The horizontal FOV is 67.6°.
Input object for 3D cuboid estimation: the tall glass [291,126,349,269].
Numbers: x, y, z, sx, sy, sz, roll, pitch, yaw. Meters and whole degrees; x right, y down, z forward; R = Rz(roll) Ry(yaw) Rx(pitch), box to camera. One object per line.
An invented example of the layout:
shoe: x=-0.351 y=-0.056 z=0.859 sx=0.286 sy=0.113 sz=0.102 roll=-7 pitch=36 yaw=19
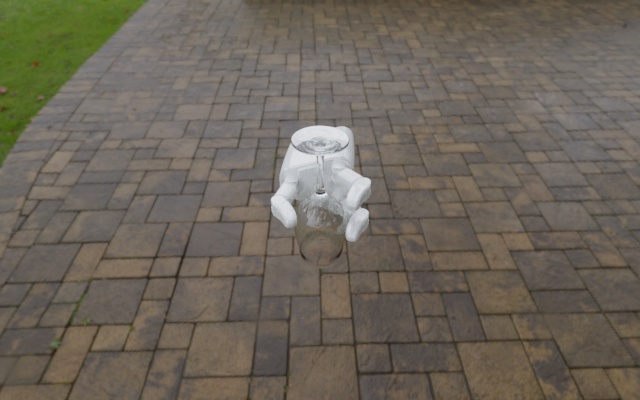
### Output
tall glass: x=0.000 y=0.002 z=0.663 sx=0.079 sy=0.201 sz=0.079 roll=0 pitch=37 yaw=0
